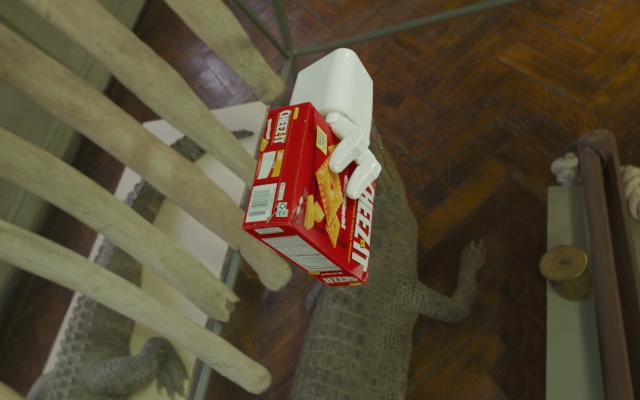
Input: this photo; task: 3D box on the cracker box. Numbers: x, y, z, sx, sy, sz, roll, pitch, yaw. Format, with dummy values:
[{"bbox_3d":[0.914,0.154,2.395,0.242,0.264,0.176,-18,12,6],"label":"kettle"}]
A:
[{"bbox_3d":[0.000,0.002,0.626,0.072,0.164,0.214,-6,-29,29],"label":"cracker box"}]
